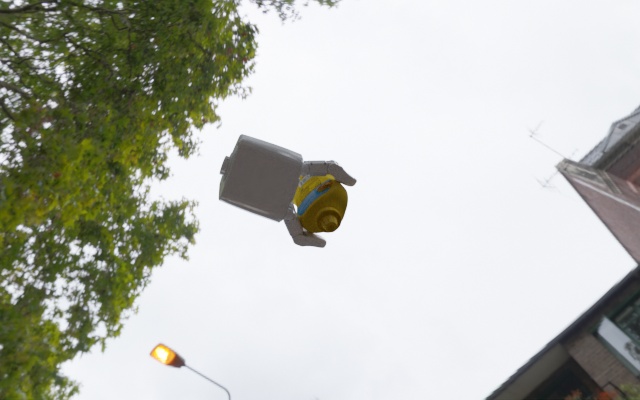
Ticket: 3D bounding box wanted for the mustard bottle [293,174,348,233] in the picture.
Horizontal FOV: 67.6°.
[{"bbox_3d":[0.000,0.003,0.807,0.058,0.096,0.191,45,9,-24],"label":"mustard bottle"}]
